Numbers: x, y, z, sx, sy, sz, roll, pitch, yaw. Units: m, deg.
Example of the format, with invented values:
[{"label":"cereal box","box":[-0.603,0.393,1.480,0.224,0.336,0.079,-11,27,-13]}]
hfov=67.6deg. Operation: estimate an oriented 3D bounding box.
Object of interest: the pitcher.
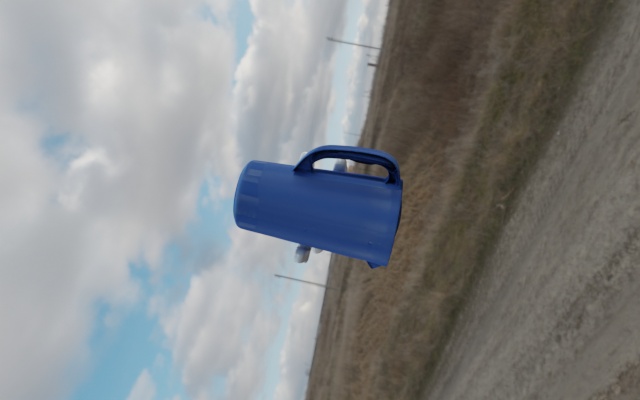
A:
[{"label":"pitcher","box":[0.000,0.002,0.718,0.243,0.149,0.145,11,-17,5]}]
